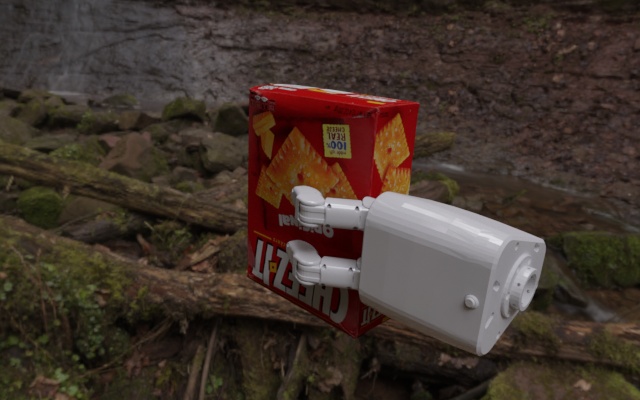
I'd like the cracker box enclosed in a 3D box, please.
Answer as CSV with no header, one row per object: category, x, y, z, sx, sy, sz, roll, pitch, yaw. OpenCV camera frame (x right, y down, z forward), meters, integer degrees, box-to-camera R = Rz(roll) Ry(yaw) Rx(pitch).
cracker box,0.000,0.001,0.471,0.164,0.214,0.072,20,24,40
